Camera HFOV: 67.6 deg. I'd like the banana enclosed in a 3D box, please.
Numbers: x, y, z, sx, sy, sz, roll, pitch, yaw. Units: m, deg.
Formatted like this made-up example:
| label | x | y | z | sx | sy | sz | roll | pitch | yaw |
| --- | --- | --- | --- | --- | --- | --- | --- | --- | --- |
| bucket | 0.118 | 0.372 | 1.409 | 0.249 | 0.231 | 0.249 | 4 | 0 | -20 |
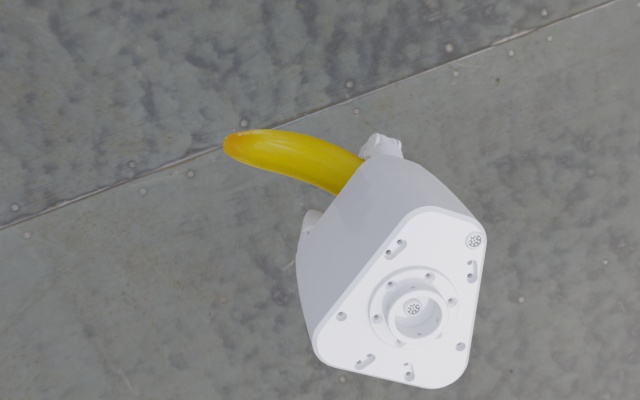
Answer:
| label | x | y | z | sx | sy | sz | roll | pitch | yaw |
| --- | --- | --- | --- | --- | --- | --- | --- | --- | --- |
| banana | 0.015 | -0.009 | 0.402 | 0.198 | 0.070 | 0.037 | 36 | 22 | -18 |
